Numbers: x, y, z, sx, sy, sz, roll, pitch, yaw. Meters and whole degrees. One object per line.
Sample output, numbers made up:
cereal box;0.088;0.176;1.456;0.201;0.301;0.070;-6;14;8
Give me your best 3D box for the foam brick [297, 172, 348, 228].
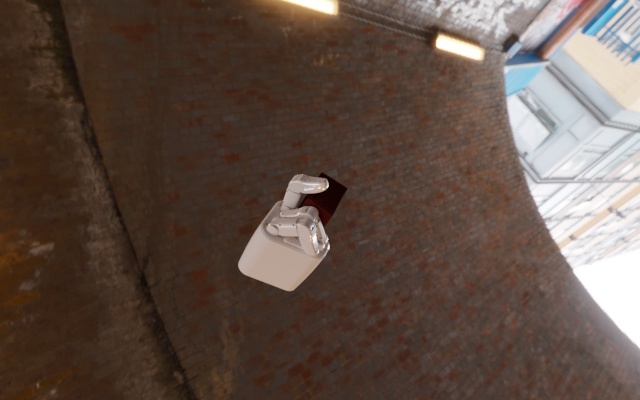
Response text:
foam brick;0.000;0.002;0.767;0.053;0.051;0.078;34;38;-1
